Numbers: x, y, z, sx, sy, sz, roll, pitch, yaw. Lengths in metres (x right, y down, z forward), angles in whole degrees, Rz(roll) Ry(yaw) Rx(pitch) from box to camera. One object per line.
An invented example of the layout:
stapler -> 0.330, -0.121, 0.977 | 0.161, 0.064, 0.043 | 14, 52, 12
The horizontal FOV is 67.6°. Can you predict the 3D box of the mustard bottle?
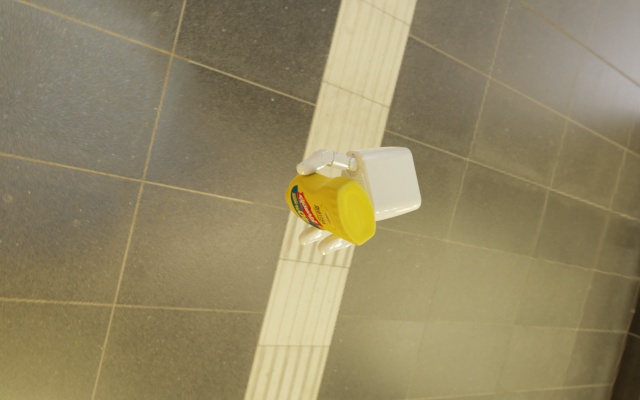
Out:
mustard bottle -> 0.000, 0.003, 0.726 | 0.058, 0.096, 0.191 | -36, 26, -22
